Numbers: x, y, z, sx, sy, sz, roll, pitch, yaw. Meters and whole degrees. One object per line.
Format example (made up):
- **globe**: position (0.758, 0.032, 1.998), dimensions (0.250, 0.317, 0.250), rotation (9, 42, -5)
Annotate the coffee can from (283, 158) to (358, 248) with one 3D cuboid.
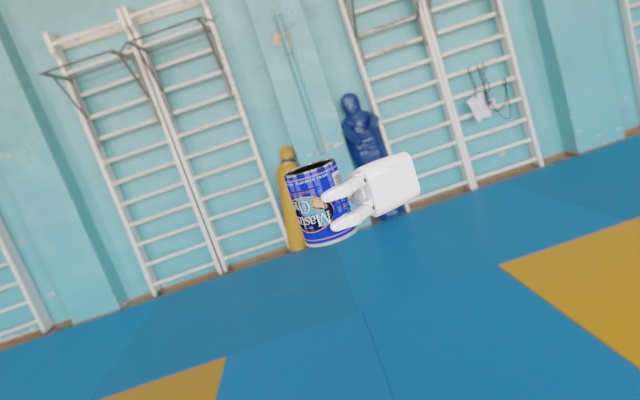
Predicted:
- **coffee can**: position (0.000, 0.003, 0.890), dimensions (0.103, 0.140, 0.102), rotation (-17, 12, 4)
